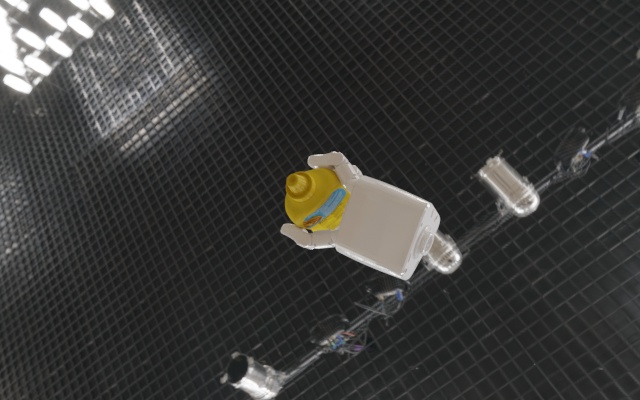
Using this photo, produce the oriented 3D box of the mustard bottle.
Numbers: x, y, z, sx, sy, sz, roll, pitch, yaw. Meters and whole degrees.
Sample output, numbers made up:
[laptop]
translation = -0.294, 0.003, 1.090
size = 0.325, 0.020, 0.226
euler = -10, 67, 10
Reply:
[mustard bottle]
translation = 0.000, 0.002, 0.713
size = 0.096, 0.058, 0.192
euler = -42, -29, 6
